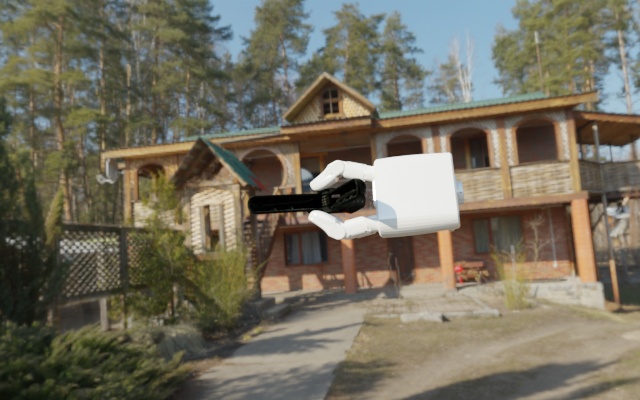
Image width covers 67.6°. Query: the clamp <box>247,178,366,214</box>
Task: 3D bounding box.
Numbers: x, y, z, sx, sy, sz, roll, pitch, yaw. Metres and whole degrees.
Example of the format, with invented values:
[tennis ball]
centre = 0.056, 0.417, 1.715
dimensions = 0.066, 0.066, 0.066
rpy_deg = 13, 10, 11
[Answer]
[clamp]
centre = 0.000, 0.001, 0.700
dimensions = 0.164, 0.036, 0.210
rpy_deg = -7, -7, 14
